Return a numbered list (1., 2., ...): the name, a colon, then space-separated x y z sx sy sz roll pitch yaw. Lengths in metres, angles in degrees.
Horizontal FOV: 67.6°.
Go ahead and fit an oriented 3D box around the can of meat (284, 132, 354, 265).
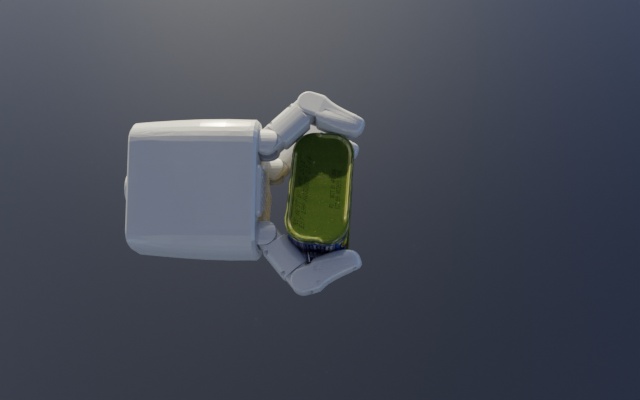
1. can of meat: 0.000 0.001 0.422 0.057 0.102 0.084 4 -20 2
